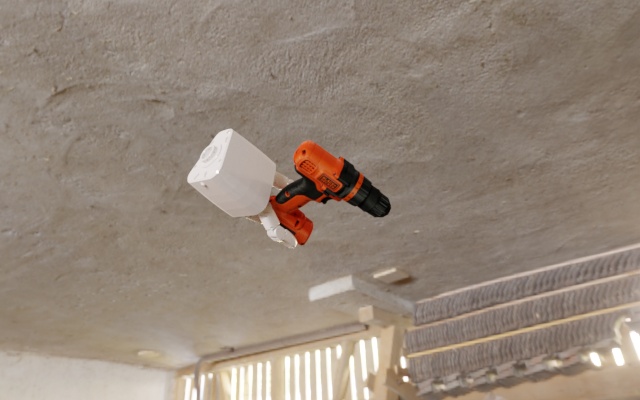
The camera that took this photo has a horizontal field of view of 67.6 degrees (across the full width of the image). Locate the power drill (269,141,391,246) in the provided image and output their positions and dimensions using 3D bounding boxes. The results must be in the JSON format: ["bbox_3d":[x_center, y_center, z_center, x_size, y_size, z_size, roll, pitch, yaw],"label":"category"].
[{"bbox_3d":[0.000,0.003,0.808,0.184,0.057,0.188,36,-49,-15],"label":"power drill"}]
